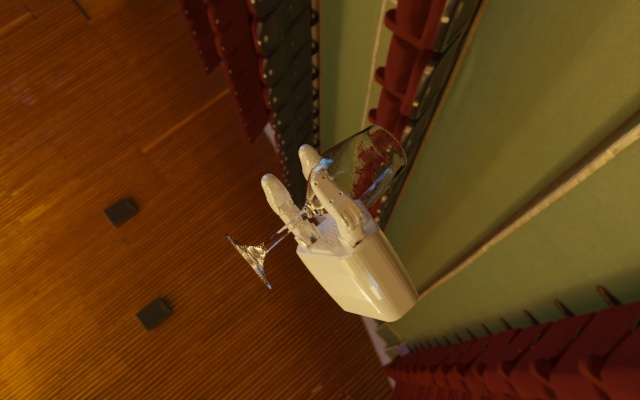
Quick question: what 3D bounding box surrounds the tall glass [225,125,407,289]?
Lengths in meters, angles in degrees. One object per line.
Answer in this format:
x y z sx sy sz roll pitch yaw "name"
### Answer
0.000 0.002 0.512 0.201 0.079 0.079 -40 10 -12 "tall glass"
